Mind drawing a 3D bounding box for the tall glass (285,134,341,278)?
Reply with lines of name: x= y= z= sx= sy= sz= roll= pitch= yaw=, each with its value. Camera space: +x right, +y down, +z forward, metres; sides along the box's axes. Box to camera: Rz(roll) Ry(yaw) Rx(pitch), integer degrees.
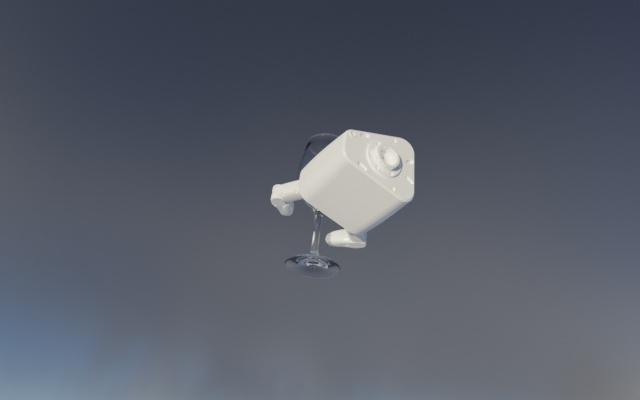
tall glass: x=0.000 y=0.003 z=0.676 sx=0.079 sy=0.201 sz=0.079 roll=5 pitch=-30 yaw=3
